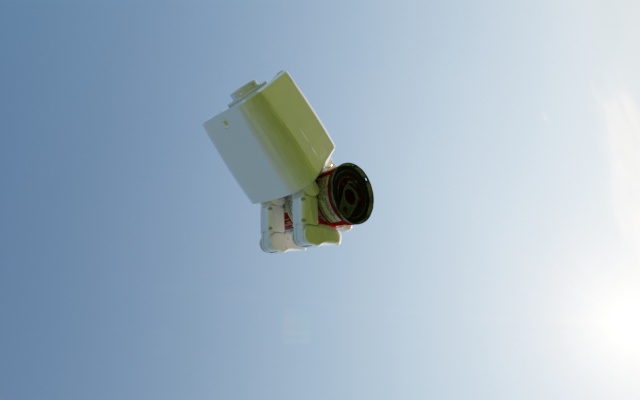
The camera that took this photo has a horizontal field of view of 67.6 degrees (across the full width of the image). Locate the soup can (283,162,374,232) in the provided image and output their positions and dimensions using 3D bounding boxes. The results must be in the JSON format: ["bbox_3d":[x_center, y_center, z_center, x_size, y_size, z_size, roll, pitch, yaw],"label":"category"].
[{"bbox_3d":[0.000,0.002,0.544,0.102,0.068,0.068,-15,-10,43],"label":"soup can"}]
